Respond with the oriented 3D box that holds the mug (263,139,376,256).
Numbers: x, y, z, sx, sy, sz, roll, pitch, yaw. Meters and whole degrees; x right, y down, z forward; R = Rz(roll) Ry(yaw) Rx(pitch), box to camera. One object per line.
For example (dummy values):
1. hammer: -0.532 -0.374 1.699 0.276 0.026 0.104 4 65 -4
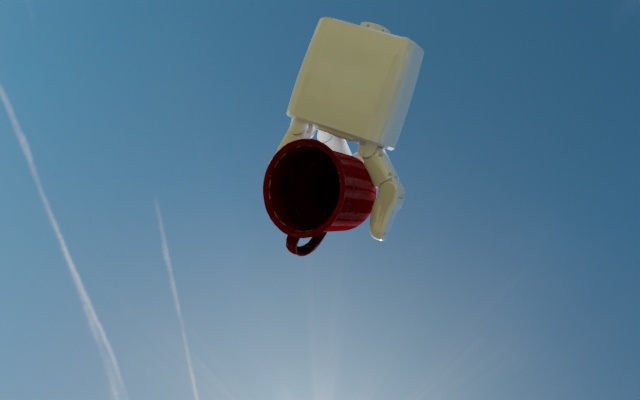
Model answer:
1. mug: 0.000 0.003 0.478 0.093 0.117 0.081 23 10 31
